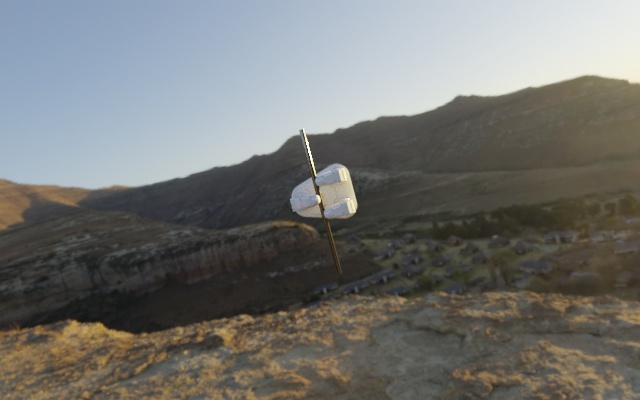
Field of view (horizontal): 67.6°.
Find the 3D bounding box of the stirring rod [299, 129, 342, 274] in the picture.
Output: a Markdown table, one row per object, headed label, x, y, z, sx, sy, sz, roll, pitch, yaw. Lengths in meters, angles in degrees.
| label | x | y | z | sx | sy | sz | roll | pitch | yaw |
| --- | --- | --- | --- | --- | --- | --- | --- | --- | --- |
| stirring rod | 0.000 | 0.003 | 0.771 | 0.011 | 0.239 | 0.011 | -15 | 3 | 1 |
